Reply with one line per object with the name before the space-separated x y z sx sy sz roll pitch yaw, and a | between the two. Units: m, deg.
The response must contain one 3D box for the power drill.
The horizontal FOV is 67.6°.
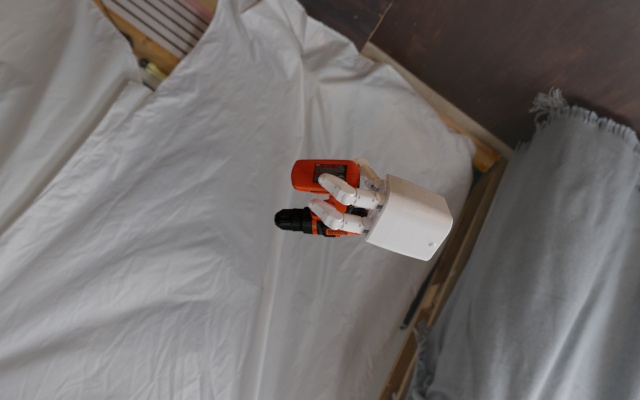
power drill | 0.000 0.002 0.807 0.184 0.057 0.188 0 -28 6
